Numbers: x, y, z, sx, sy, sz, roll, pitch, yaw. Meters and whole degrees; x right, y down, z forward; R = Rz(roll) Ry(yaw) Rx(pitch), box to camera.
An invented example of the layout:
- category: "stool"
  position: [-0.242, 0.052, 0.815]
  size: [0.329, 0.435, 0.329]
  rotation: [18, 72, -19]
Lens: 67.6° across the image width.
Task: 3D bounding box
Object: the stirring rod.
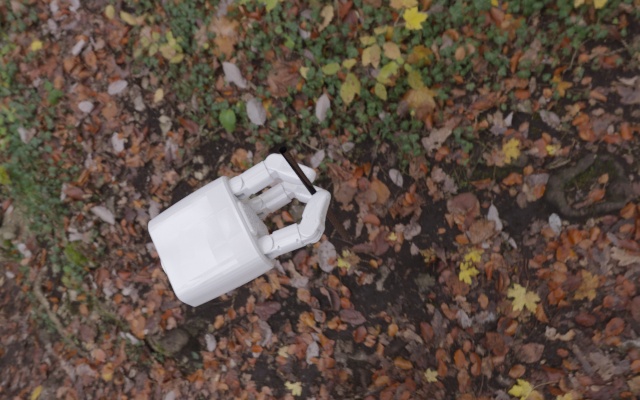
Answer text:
- category: "stirring rod"
  position: [0.000, 0.002, 0.557]
  size: [0.011, 0.011, 0.240]
  rotation: [0, -25, 19]
